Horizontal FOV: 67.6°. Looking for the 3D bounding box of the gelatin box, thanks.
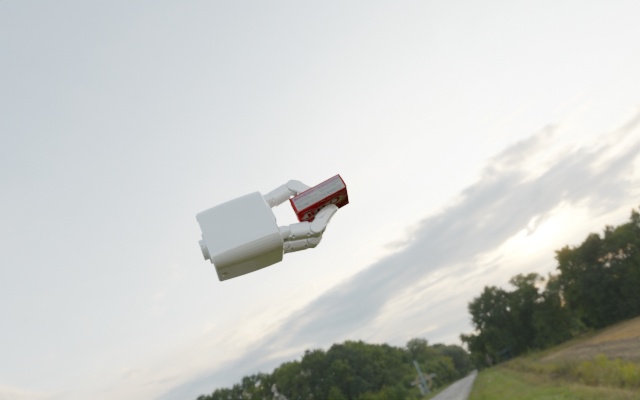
[{"bbox_3d":[0.000,0.002,0.750,0.089,0.030,0.073,-29,-22,-4],"label":"gelatin box"}]
